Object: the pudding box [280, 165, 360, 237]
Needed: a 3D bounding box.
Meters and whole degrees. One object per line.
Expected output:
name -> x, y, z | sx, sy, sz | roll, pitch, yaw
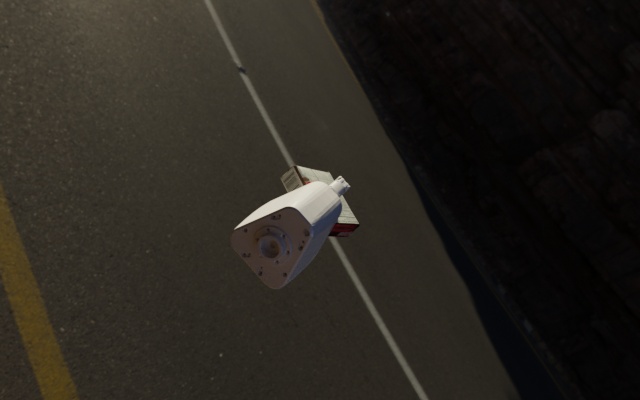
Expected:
pudding box -> 0.000, 0.002, 0.734 | 0.039, 0.113, 0.090 | -41, -29, 27
